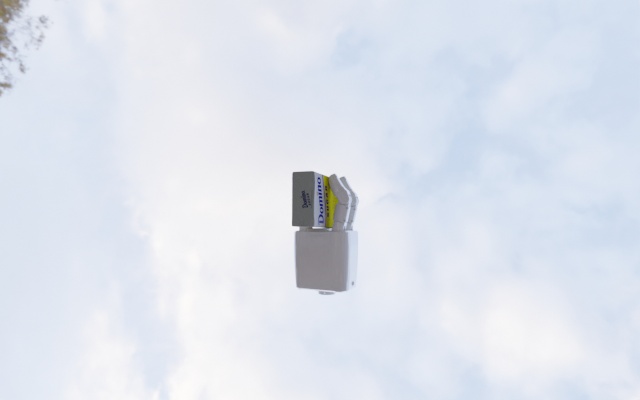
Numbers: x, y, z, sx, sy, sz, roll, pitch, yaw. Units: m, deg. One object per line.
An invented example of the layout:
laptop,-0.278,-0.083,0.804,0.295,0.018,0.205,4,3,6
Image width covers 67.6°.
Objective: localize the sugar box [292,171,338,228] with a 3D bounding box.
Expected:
sugar box,0.001,0.003,0.853,0.048,0.093,0.176,-1,-3,17
